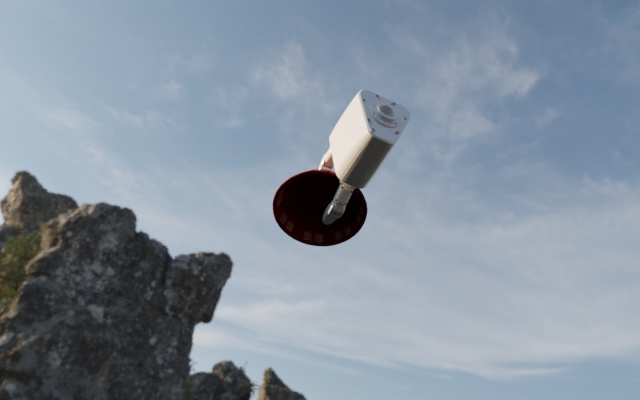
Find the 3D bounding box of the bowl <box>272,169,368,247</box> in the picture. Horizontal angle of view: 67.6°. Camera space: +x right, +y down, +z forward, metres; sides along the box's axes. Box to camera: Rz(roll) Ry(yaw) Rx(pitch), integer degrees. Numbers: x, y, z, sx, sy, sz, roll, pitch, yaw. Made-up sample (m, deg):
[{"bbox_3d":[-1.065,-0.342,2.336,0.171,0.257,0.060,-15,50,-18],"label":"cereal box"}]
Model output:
[{"bbox_3d":[-0.001,0.003,0.831,0.162,0.162,0.055,0,36,4],"label":"bowl"}]
